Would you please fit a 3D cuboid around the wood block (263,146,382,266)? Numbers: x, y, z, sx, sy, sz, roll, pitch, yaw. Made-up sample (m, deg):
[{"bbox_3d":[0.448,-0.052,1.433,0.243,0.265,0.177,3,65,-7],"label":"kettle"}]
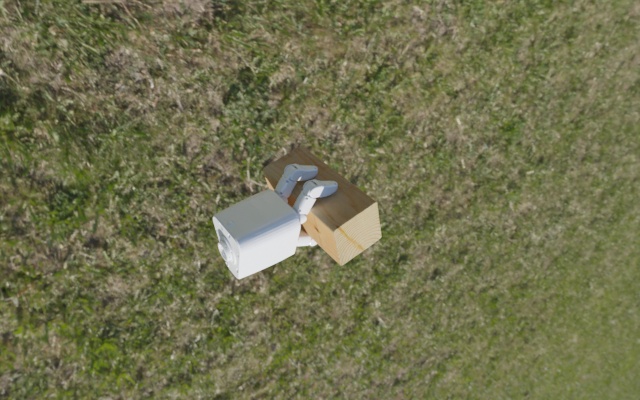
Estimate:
[{"bbox_3d":[0.000,0.003,0.818,0.090,0.091,0.206,-33,48,-19],"label":"wood block"}]
